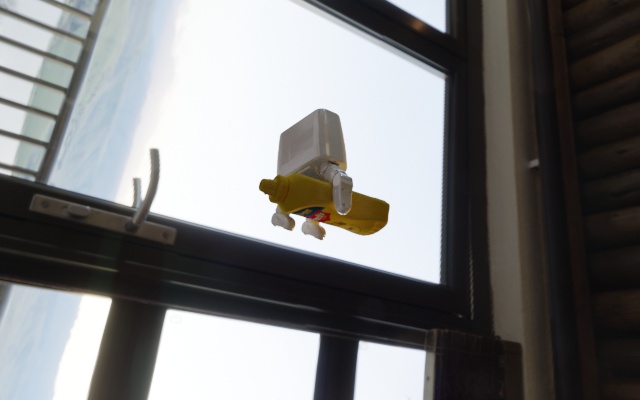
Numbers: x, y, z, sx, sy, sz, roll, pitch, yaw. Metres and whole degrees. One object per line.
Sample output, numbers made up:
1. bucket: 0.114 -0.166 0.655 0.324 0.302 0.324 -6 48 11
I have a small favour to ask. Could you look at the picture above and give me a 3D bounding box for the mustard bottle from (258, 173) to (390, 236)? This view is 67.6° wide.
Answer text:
1. mustard bottle: 0.000 0.003 0.696 0.192 0.058 0.096 17 -16 -27
